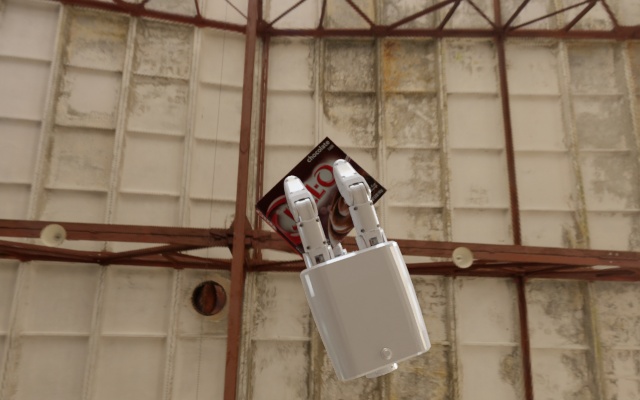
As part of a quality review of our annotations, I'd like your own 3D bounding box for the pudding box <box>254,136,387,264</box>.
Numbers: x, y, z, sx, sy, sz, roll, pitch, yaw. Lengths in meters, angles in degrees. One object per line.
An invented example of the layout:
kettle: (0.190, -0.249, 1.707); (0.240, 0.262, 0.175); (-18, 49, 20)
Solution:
pudding box: (0.000, 0.002, 0.512); (0.090, 0.113, 0.039); (43, -16, 8)
